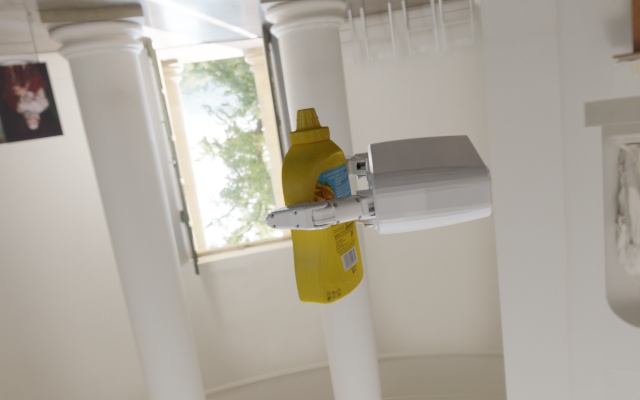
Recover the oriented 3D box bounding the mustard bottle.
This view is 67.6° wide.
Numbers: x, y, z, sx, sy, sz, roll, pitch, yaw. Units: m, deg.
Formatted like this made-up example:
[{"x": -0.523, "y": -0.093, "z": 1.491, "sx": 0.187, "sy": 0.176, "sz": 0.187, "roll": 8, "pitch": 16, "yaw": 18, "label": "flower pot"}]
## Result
[{"x": 0.000, "y": 0.002, "z": 0.493, "sx": 0.058, "sy": 0.192, "sz": 0.096, "roll": -2, "pitch": 13, "yaw": 31, "label": "mustard bottle"}]
